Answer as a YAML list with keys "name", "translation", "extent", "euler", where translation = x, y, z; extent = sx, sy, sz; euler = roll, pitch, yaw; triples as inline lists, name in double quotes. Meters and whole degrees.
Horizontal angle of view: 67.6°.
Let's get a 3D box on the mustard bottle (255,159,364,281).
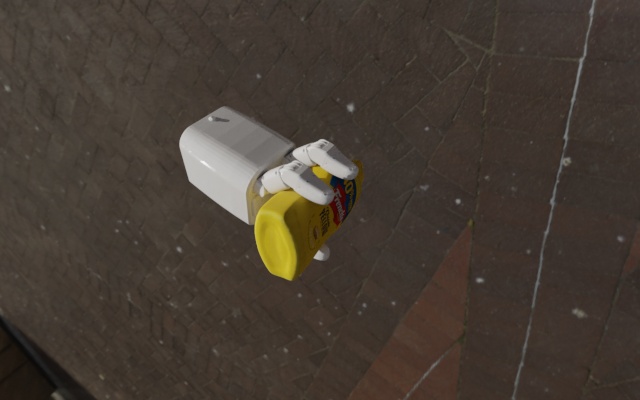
- name: "mustard bottle"
  translation: [0.000, 0.002, 0.573]
  extent: [0.058, 0.096, 0.191]
  euler: [13, 39, 29]
